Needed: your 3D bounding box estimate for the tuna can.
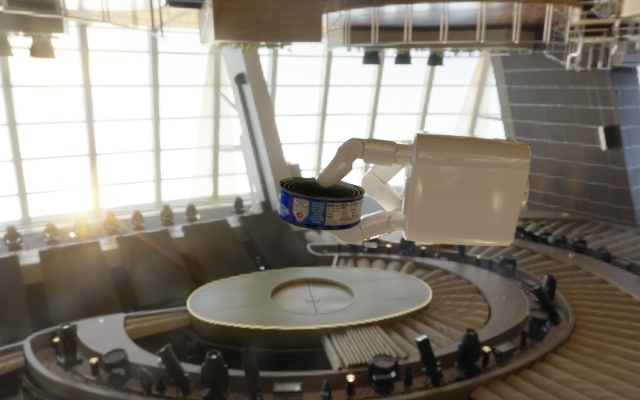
[{"bbox_3d":[0.000,0.002,0.479,0.086,0.034,0.086,5,15,-1],"label":"tuna can"}]
